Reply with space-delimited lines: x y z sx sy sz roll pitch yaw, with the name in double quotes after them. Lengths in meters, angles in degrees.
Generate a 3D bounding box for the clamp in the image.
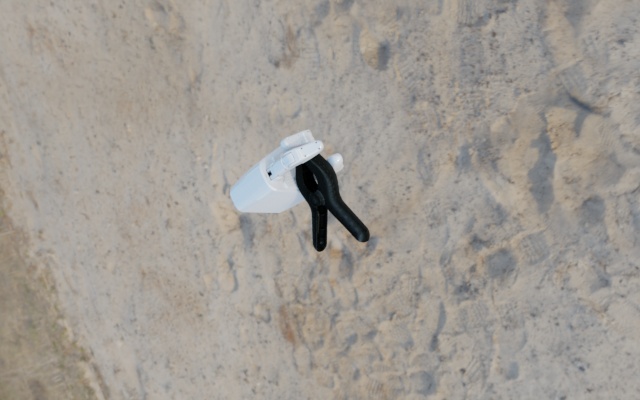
0.000 0.002 0.741 0.039 0.171 0.120 -20 -8 -46 "clamp"
